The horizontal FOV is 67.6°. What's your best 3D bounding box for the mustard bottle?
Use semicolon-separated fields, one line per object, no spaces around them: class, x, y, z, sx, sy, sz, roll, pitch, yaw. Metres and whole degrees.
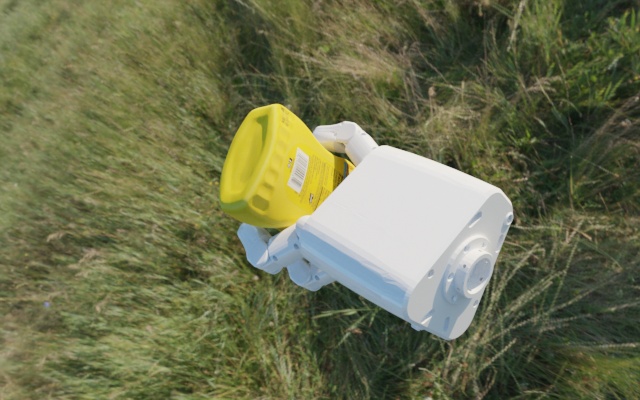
mustard bottle;0.000;0.001;0.437;0.058;0.096;0.192;-4;-27;40
